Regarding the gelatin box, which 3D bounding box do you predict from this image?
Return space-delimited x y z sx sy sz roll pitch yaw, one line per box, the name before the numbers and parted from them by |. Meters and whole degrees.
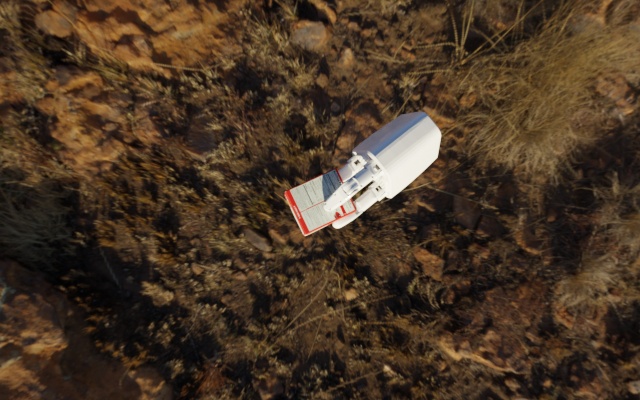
gelatin box | 0.000 0.002 0.721 0.089 0.073 0.030 -25 -4 -8
